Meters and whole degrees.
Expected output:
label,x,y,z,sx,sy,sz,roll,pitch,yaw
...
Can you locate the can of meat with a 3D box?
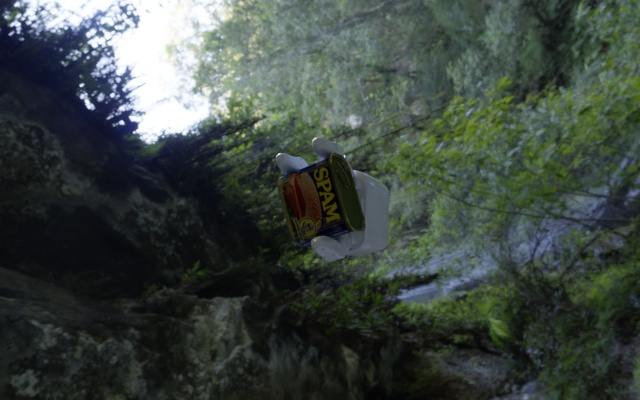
label,x,y,z,sx,sy,sz,roll,pitch,yaw
can of meat,0.000,0.002,0.611,0.084,0.102,0.057,-20,-12,24
